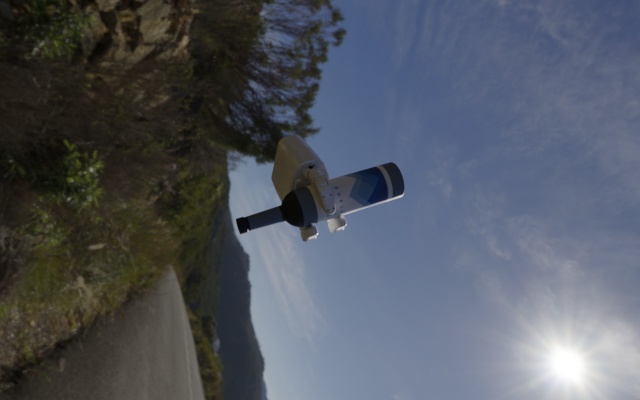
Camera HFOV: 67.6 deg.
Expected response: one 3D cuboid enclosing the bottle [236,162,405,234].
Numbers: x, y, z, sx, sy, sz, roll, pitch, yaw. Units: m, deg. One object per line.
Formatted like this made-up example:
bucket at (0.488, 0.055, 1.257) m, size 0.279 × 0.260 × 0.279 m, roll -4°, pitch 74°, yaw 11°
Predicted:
bottle at (0.000, 0.003, 0.825) m, size 0.295 × 0.069 × 0.069 m, roll -17°, pitch 5°, yaw -16°
